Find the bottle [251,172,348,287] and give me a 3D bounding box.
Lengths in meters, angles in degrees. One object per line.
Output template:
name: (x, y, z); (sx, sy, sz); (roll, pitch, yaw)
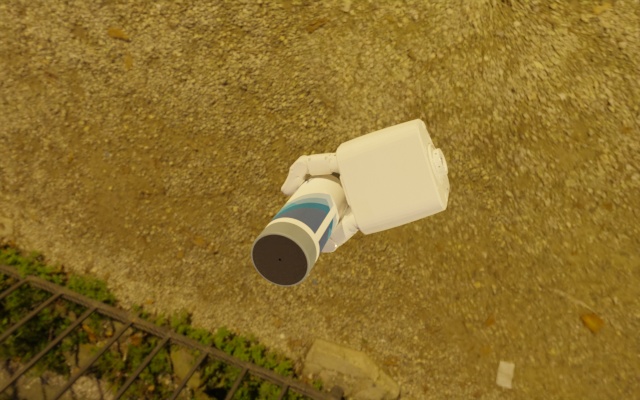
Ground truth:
bottle: (0.000, 0.002, 0.625); (0.069, 0.069, 0.295); (0, 24, 19)
